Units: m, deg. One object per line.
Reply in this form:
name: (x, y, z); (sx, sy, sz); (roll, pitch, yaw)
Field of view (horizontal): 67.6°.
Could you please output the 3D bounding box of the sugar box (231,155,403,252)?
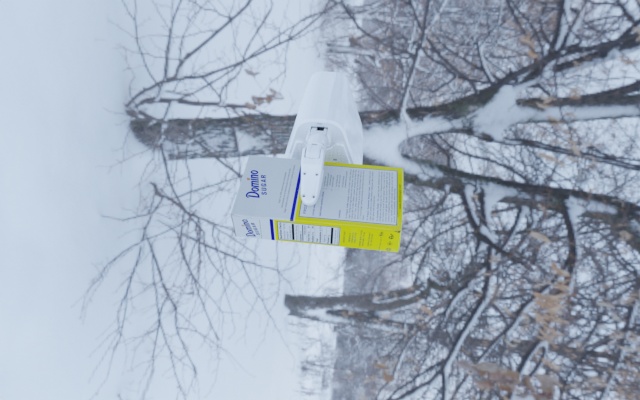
sugar box: (0.000, 0.002, 0.522); (0.176, 0.093, 0.048); (4, -42, 6)
